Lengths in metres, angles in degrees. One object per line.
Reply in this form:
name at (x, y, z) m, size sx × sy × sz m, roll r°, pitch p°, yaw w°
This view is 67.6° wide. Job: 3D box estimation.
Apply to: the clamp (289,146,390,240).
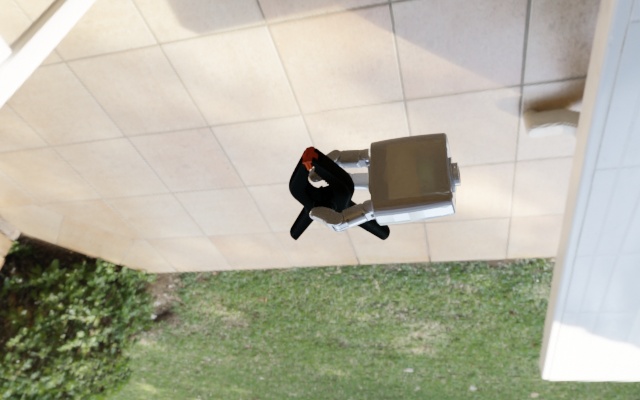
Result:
clamp at (0.000, 0.003, 0.708) m, size 0.164 × 0.036 × 0.210 m, roll -7°, pitch -38°, yaw 21°
